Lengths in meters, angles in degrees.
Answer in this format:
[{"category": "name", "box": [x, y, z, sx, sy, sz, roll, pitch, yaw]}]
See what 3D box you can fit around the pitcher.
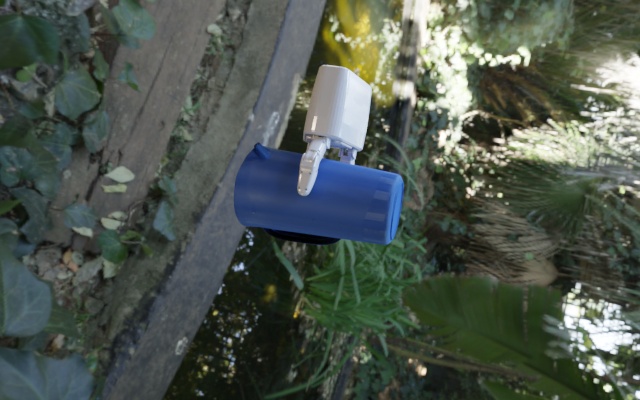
[{"category": "pitcher", "box": [0.000, 0.002, 0.747, 0.243, 0.145, 0.149, 10, -3, 15]}]
